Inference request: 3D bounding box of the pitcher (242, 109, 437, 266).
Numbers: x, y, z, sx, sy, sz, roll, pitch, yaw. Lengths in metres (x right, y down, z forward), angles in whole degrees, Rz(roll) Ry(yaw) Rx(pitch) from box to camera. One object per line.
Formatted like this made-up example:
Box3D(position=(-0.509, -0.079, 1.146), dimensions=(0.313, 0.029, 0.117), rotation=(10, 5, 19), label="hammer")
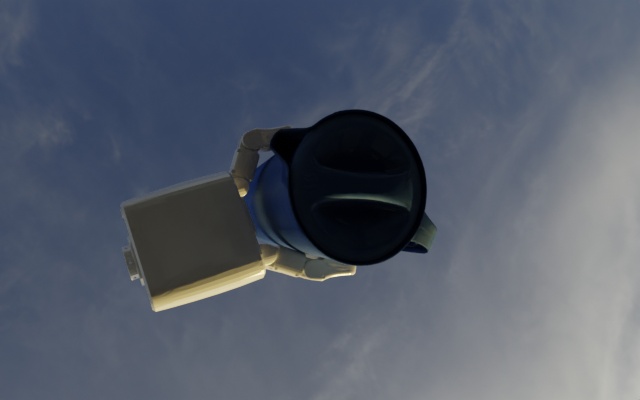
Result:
Box3D(position=(0.000, 0.002, 0.511), dimensions=(0.145, 0.149, 0.243), rotation=(-18, 3, -22), label="pitcher")
